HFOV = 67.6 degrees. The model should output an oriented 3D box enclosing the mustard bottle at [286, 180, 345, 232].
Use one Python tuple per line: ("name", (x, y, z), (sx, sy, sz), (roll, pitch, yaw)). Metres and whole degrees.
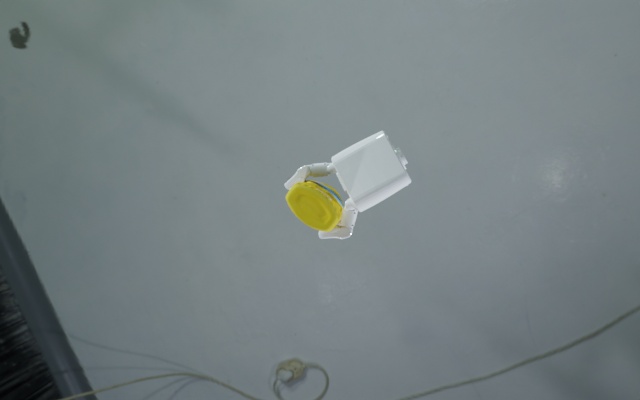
("mustard bottle", (0.000, 0.003, 0.869), (0.096, 0.058, 0.191), (37, 10, 4))
